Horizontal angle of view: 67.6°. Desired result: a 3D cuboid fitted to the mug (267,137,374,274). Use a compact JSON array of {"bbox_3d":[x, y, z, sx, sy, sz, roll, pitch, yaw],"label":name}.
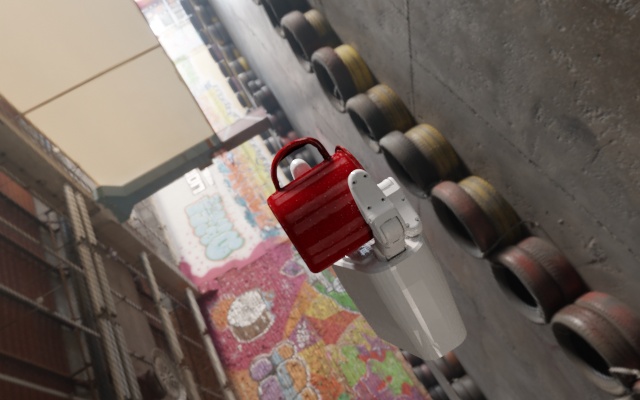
[{"bbox_3d":[-0.001,0.000,0.422,0.081,0.117,0.093,-32,14,-6],"label":"mug"}]
